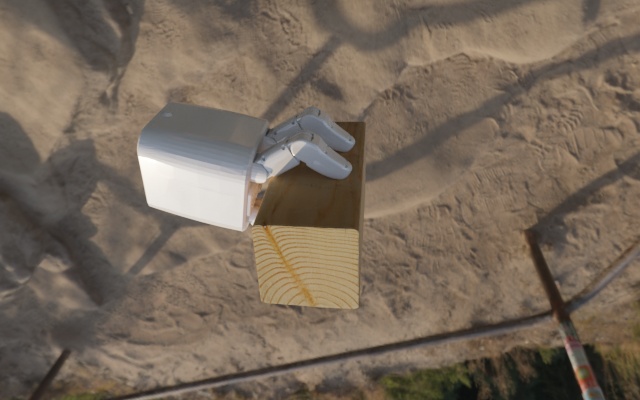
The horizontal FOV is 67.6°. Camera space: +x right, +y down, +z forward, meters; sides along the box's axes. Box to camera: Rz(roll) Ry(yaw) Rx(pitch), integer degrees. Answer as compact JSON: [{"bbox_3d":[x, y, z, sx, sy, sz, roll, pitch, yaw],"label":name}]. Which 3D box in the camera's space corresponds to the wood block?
[{"bbox_3d":[0.000,0.002,0.487,0.090,0.091,0.206,2,34,6],"label":"wood block"}]
